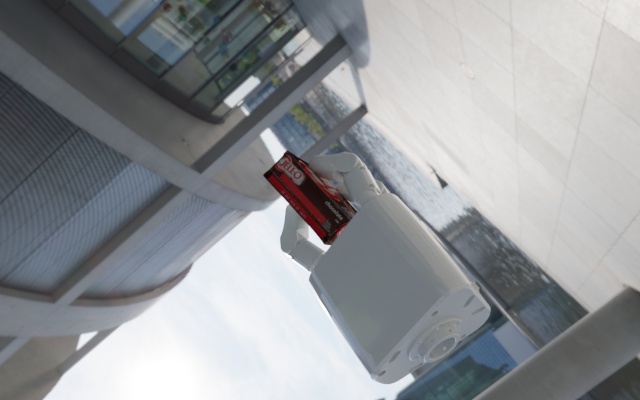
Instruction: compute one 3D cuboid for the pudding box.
[{"bbox_3d":[0.000,0.002,0.479,0.039,0.090,0.113,-43,-14,5],"label":"pudding box"}]
